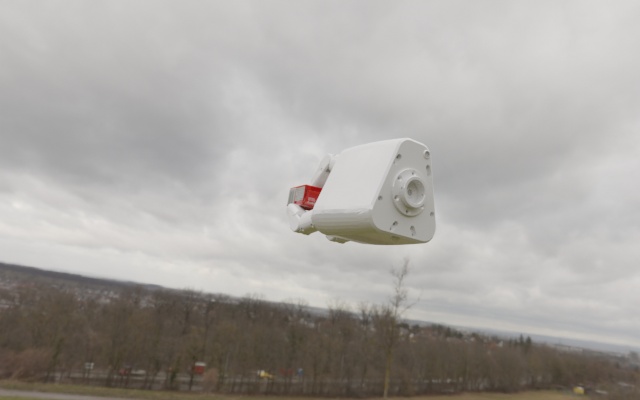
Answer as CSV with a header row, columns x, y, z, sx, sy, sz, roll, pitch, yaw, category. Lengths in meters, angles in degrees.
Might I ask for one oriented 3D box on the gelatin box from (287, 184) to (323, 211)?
x,y,z,sx,sy,sz,roll,pitch,yaw,category
0.000,0.002,0.657,0.073,0.030,0.089,13,-6,-17,gelatin box
